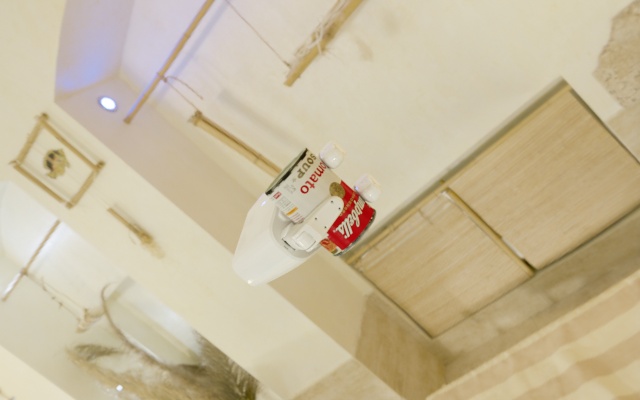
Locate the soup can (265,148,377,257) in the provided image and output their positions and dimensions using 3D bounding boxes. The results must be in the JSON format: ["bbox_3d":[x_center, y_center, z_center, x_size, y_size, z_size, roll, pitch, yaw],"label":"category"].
[{"bbox_3d":[0.000,0.001,0.508,0.102,0.068,0.068,42,-9,-10],"label":"soup can"}]
